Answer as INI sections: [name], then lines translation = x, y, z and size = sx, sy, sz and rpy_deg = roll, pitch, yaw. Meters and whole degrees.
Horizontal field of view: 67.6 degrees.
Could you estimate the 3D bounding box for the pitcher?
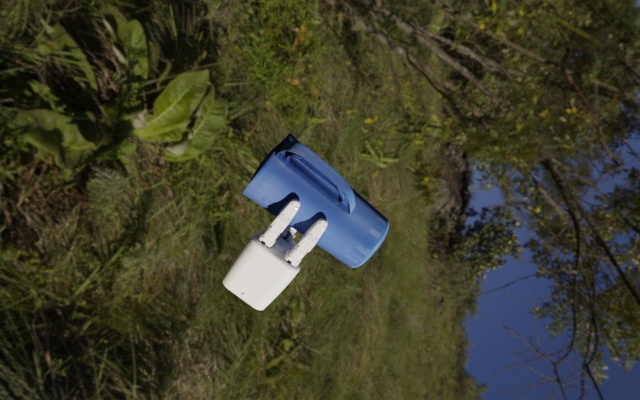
[pitcher]
translation = 0.000, 0.003, 0.820
size = 0.243, 0.145, 0.149
rpy_deg = 38, 14, -6
